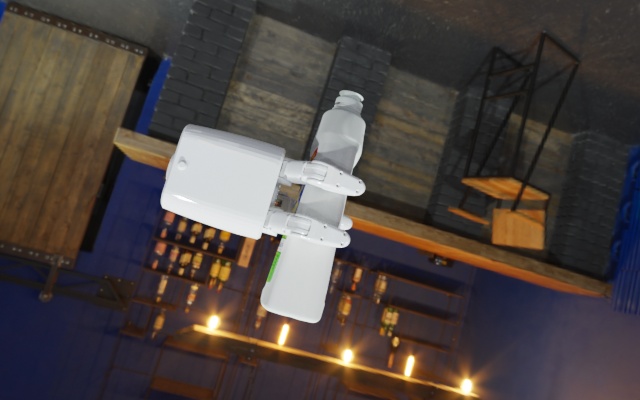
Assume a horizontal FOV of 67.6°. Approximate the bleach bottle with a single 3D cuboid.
[{"bbox_3d":[0.000,0.002,0.533,0.068,0.251,0.102,17,-8,-4],"label":"bleach bottle"}]
